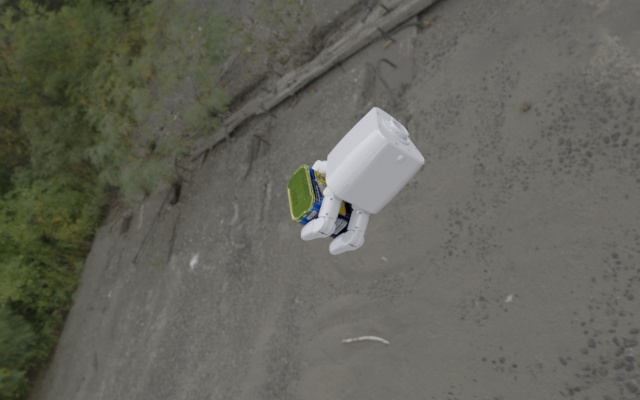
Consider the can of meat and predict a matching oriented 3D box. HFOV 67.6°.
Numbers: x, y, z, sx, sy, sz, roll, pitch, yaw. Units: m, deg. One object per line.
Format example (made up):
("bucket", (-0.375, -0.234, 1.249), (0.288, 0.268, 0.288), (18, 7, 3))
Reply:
("can of meat", (0.000, 0.002, 0.723), (0.084, 0.102, 0.057), (25, -56, -31))
